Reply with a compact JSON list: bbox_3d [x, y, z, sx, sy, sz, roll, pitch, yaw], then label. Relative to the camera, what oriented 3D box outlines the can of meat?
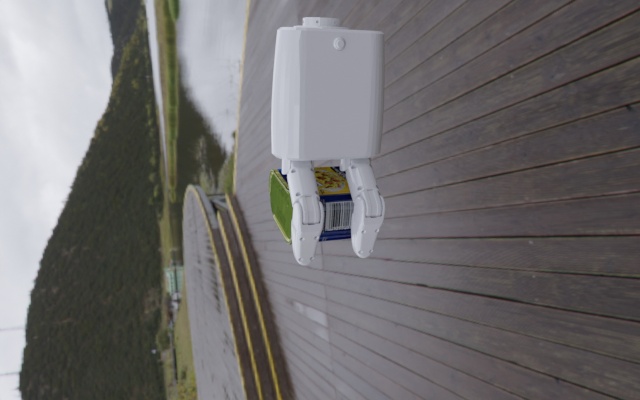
[{"bbox_3d":[0.000,0.002,0.469,0.084,0.057,0.102,-4,22,-18],"label":"can of meat"}]
